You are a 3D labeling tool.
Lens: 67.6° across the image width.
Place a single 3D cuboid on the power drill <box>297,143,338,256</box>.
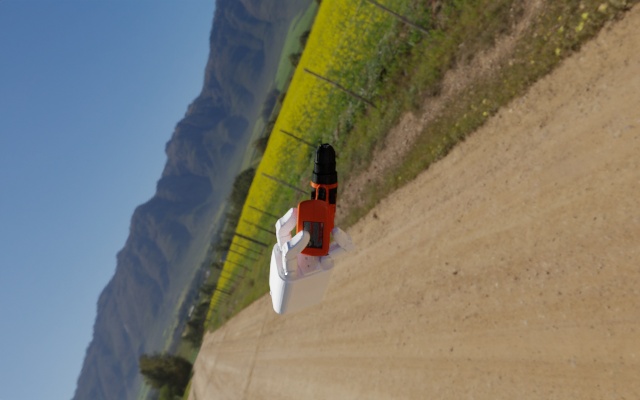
[{"bbox_3d":[0.000,0.003,0.874,0.057,0.184,0.187,3,22,8],"label":"power drill"}]
